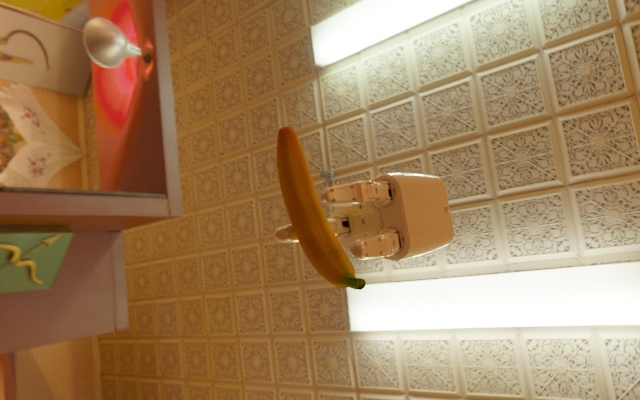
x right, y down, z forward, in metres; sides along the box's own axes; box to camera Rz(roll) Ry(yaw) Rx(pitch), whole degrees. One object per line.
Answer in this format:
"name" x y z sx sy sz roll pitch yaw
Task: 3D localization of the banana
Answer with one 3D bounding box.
"banana" -0.006 0.015 0.506 0.037 0.197 0.070 -10 -28 -35
